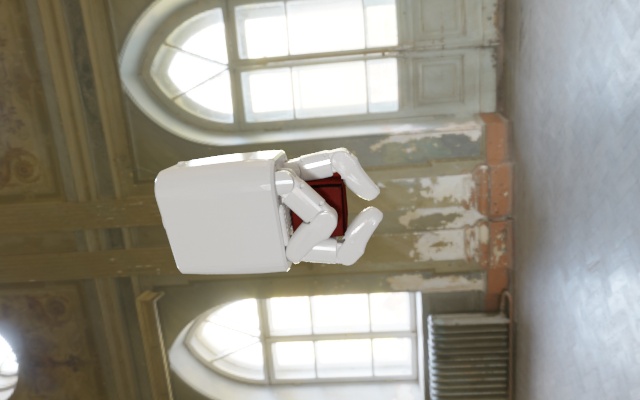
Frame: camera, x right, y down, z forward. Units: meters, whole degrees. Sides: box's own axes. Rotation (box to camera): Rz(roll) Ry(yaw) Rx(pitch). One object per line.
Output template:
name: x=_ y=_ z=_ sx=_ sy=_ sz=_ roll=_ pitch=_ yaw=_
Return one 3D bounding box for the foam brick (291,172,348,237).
foam brick: x=0.000 y=0.002 z=0.480 sx=0.051 sy=0.053 sz=0.078 roll=-5 pitch=12 yaw=5
